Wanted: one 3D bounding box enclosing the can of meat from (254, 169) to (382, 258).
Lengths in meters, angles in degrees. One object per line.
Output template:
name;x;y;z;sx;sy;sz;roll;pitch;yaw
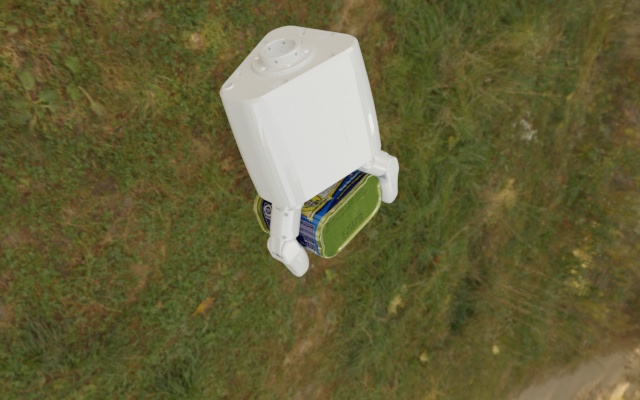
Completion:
can of meat;0.000;0.002;0.478;0.084;0.057;0.102;23;53;35
